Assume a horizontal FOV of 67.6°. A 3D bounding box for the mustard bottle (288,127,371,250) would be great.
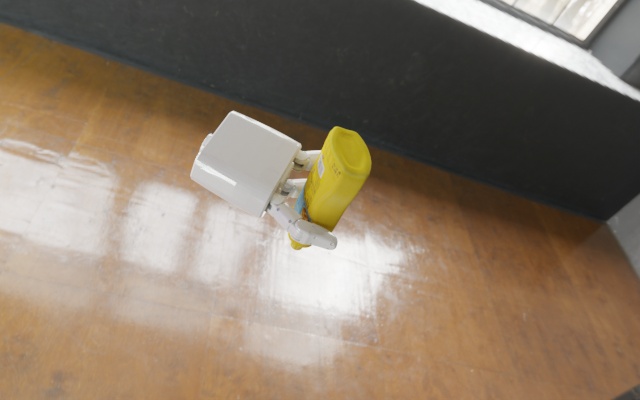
[{"bbox_3d":[0.001,0.002,0.640,0.058,0.096,0.192,12,-48,-21],"label":"mustard bottle"}]
